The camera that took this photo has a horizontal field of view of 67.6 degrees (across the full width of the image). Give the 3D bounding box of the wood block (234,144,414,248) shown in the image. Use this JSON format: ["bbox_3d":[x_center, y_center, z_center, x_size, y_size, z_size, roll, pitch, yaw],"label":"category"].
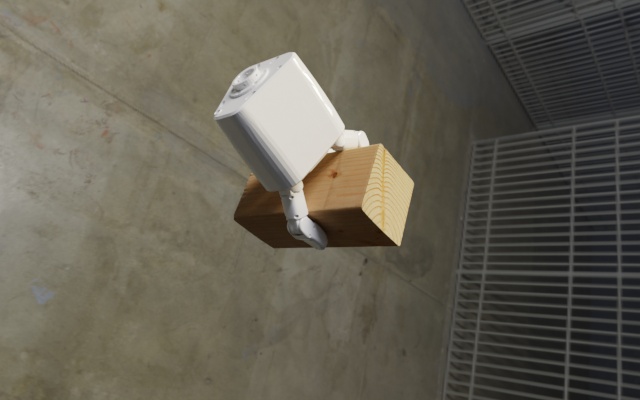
[{"bbox_3d":[0.000,0.002,0.610,0.206,0.090,0.090,-5,-35,39],"label":"wood block"}]
